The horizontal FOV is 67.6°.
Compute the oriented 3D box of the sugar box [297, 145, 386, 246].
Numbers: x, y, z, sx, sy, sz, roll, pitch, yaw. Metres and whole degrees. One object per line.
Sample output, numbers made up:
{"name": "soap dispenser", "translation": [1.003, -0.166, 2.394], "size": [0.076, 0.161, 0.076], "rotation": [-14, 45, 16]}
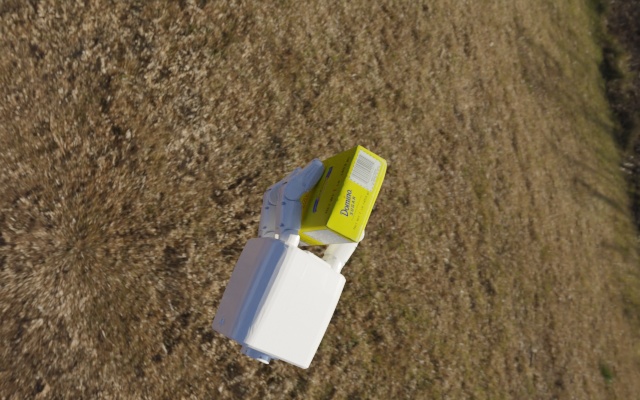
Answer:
{"name": "sugar box", "translation": [0.000, 0.002, 0.543], "size": [0.048, 0.093, 0.176], "rotation": [29, -18, -21]}
